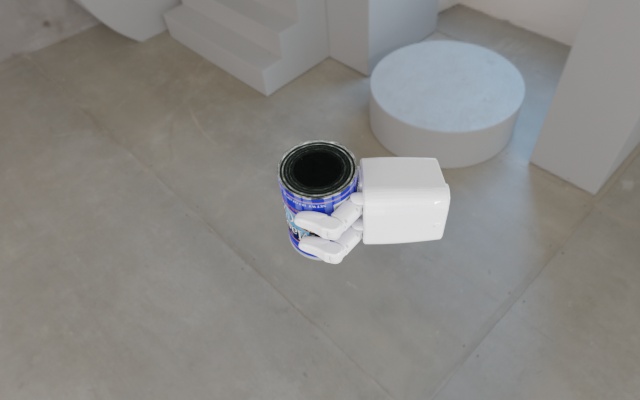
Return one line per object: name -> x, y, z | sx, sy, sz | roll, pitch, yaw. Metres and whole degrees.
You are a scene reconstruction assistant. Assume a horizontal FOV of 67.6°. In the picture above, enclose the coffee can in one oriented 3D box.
coffee can -> 0.000, 0.002, 0.657 | 0.103, 0.102, 0.140 | 0, -39, 5
